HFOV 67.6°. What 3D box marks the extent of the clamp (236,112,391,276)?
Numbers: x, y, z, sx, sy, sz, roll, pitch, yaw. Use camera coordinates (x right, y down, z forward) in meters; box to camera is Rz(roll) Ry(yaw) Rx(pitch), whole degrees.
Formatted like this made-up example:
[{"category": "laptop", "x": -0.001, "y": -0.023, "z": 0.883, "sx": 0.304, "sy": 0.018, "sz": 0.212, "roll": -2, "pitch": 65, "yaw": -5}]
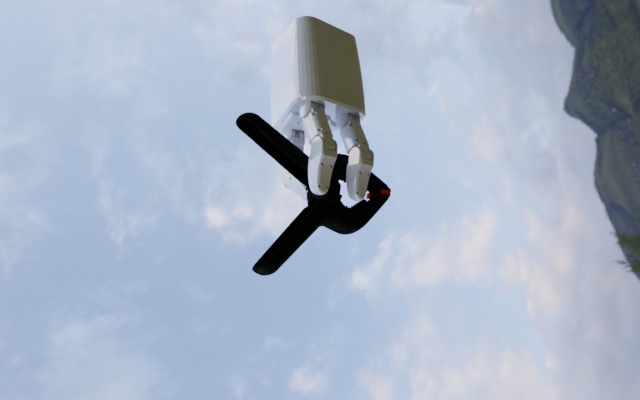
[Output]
[{"category": "clamp", "x": 0.000, "y": 0.002, "z": 0.530, "sx": 0.210, "sy": 0.164, "sz": 0.036, "roll": 9, "pitch": -16, "yaw": -40}]
